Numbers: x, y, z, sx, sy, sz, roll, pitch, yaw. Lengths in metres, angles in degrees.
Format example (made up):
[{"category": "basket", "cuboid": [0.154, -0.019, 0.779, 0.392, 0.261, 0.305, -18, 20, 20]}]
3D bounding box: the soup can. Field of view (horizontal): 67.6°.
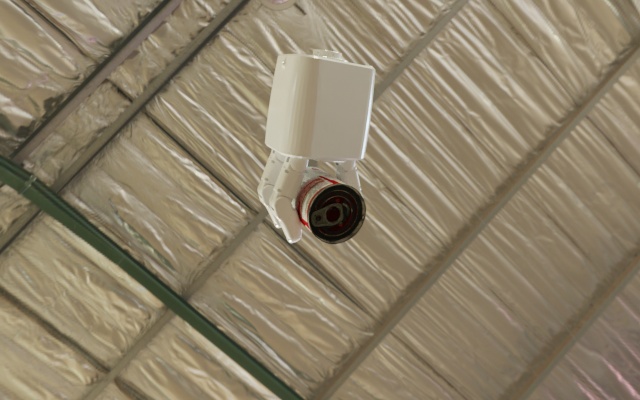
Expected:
[{"category": "soup can", "cuboid": [0.000, 0.002, 0.556, 0.068, 0.068, 0.102, 0, 15, -22]}]
